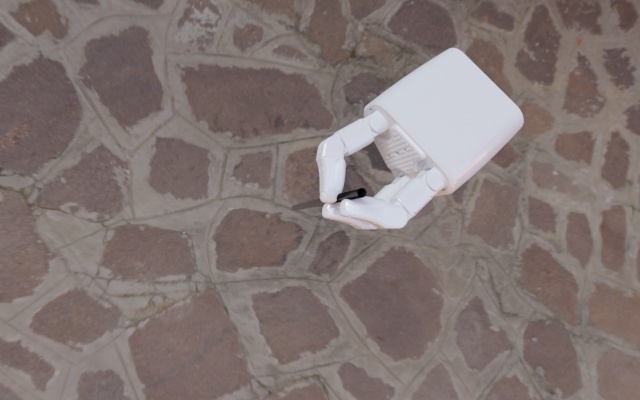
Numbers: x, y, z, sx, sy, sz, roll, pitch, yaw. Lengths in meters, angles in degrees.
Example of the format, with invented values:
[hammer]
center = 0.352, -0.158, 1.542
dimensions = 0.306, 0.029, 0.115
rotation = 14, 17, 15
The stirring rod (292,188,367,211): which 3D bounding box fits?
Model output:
[stirring rod]
center = 0.000, 0.002, 0.495
dimensions = 0.011, 0.011, 0.239
rotation = 0, -4, -16
